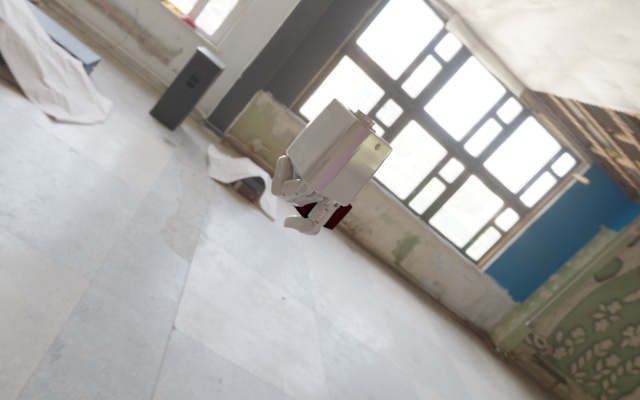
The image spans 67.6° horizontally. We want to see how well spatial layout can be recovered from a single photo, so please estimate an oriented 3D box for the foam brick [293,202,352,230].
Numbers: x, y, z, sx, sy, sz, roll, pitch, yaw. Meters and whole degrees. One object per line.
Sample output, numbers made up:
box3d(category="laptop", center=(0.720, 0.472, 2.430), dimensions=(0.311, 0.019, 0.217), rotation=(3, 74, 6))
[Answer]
box3d(category="foam brick", center=(0.000, 0.002, 0.723), dimensions=(0.078, 0.051, 0.053), rotation=(26, 20, -51))
